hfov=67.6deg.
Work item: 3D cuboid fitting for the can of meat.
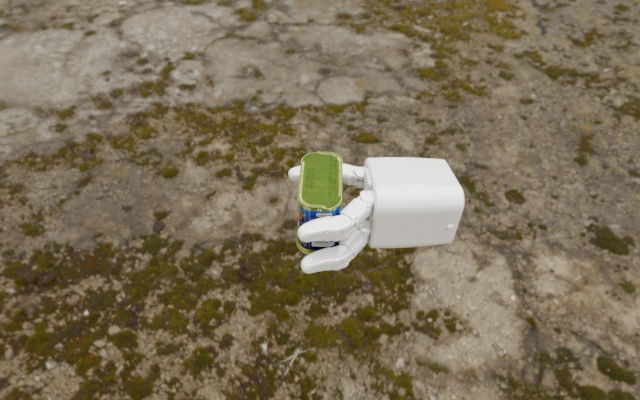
[{"bbox_3d":[0.000,0.002,0.589,0.057,0.102,0.084,2,-43,0],"label":"can of meat"}]
